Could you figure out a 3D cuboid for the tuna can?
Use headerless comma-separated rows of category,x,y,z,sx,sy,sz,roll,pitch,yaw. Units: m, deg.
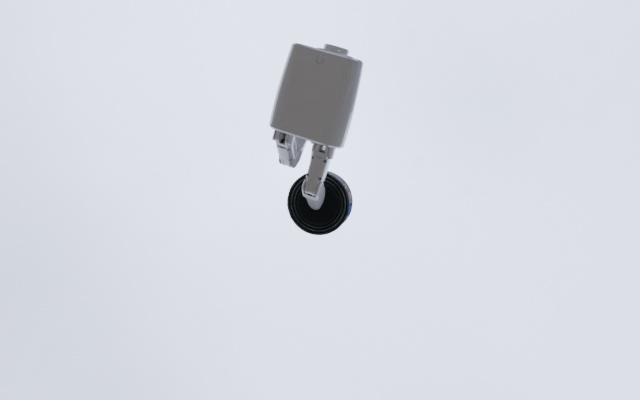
tuna can,0.000,0.002,0.652,0.086,0.086,0.033,0,8,15
